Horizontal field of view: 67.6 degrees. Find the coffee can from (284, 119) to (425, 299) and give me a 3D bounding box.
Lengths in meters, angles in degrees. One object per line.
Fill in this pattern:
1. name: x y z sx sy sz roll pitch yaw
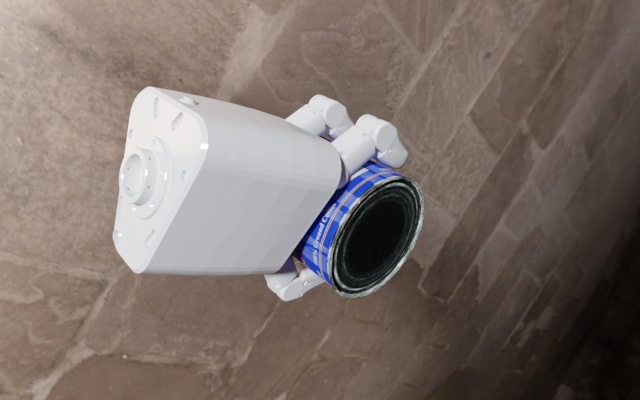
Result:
1. coffee can: 0.000 0.001 0.403 0.103 0.103 0.140 0 24 -45
